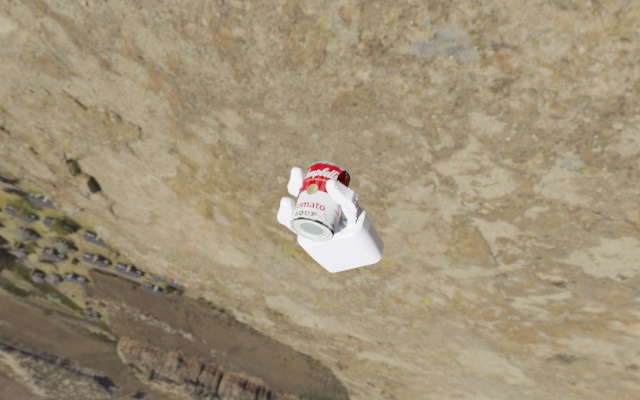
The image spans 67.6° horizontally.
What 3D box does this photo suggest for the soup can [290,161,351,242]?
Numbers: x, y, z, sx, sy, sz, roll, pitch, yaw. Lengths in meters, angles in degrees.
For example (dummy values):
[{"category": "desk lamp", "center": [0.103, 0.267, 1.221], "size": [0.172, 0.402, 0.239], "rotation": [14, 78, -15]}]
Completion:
[{"category": "soup can", "center": [0.000, 0.002, 0.713], "size": [0.068, 0.102, 0.068], "rotation": [14, -29, 8]}]
